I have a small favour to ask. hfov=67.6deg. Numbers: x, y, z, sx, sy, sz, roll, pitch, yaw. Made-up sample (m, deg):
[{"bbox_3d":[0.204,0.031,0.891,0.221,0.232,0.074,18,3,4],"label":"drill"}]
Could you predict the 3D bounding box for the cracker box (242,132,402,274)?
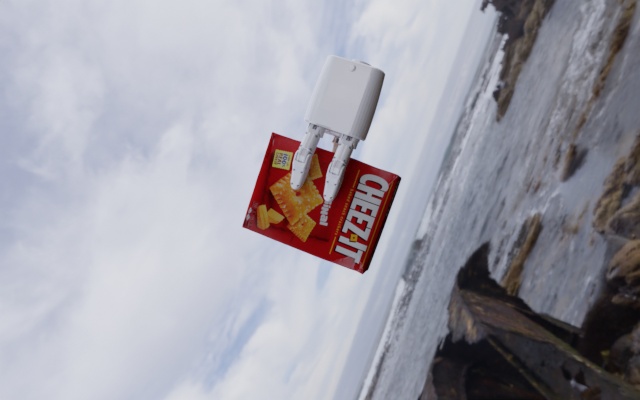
[{"bbox_3d":[0.000,0.002,0.763,0.213,0.164,0.072,20,4,12],"label":"cracker box"}]
